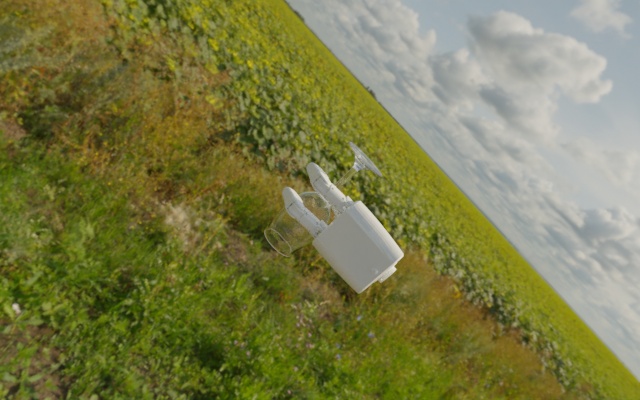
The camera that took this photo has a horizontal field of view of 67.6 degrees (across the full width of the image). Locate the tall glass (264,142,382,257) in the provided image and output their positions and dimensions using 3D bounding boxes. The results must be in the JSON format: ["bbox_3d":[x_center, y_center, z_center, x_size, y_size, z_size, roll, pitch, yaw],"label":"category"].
[{"bbox_3d":[0.001,0.002,0.761,0.201,0.079,0.079,-43,-12,13],"label":"tall glass"}]
